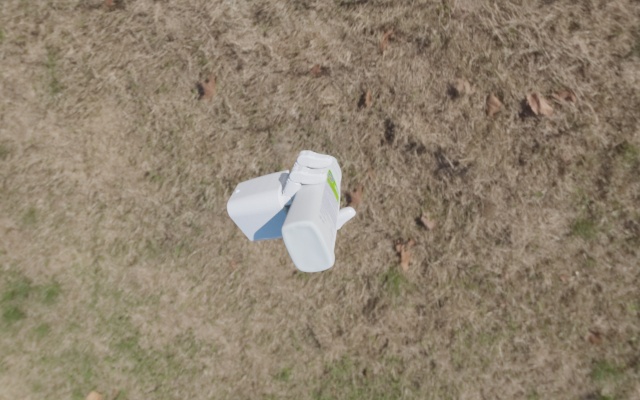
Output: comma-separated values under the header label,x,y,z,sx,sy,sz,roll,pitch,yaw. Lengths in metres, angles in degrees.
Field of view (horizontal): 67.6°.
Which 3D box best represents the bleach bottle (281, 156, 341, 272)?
label,x,y,z,sx,sy,sz,roll,pitch,yaw
bleach bottle,0.000,0.003,0.823,0.068,0.103,0.250,-11,30,19
